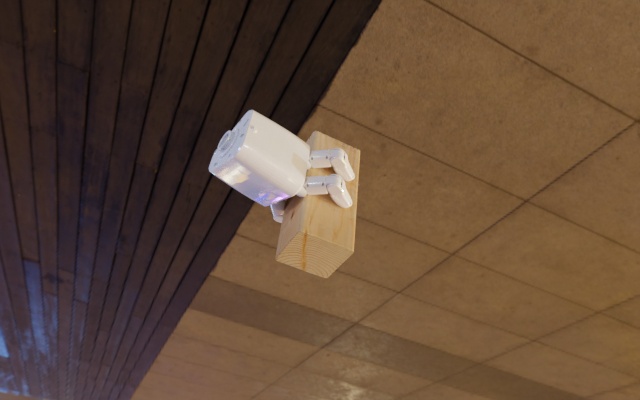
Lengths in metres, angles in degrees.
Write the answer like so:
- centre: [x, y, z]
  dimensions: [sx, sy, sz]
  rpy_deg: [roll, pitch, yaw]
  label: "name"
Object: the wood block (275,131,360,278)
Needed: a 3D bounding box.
- centre: [0.000, 0.003, 0.754]
  dimensions: [0.090, 0.206, 0.091]
  rpy_deg: [22, -42, -17]
  label: "wood block"
